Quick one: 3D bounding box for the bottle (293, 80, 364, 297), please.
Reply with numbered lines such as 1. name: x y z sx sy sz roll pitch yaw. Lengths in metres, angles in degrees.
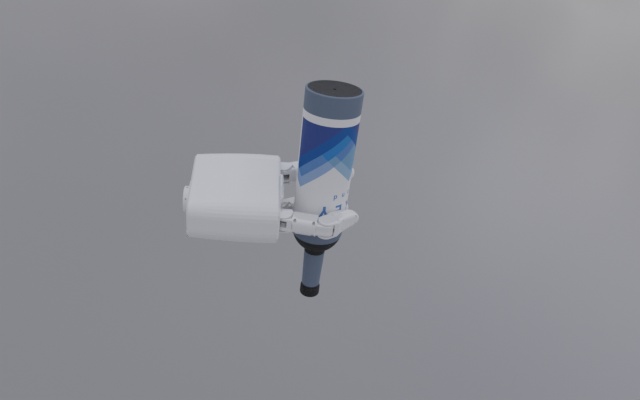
1. bottle: 0.000 0.002 0.605 0.069 0.296 0.069 5 30 -3
